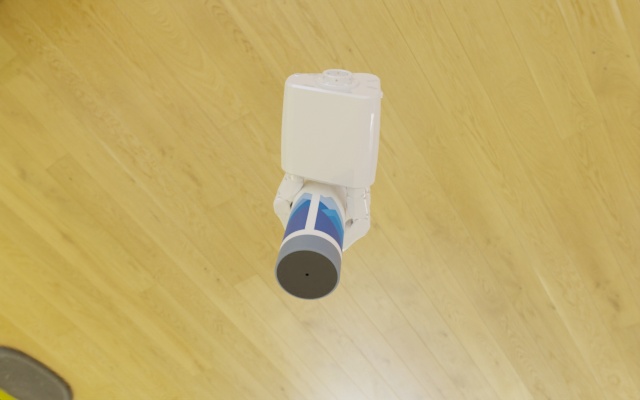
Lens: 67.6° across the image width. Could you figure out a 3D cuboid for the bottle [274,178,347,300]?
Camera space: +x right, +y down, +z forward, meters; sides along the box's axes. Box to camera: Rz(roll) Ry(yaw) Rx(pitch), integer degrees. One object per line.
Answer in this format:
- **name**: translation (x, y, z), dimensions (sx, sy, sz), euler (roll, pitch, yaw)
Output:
- **bottle**: translation (0.000, 0.002, 0.604), dimensions (0.069, 0.069, 0.295), euler (0, 30, 6)
